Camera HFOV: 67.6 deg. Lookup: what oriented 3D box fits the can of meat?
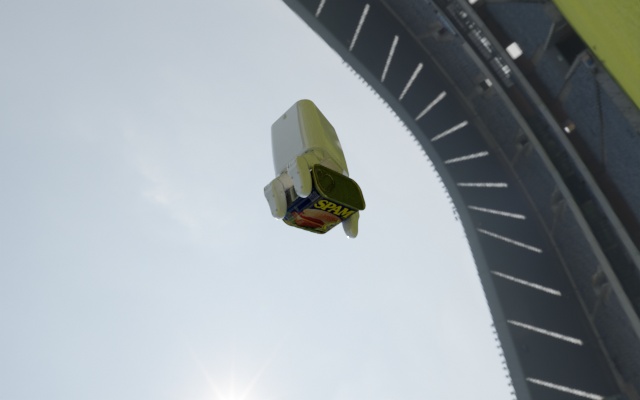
[{"bbox_3d":[0.000,0.003,0.692,0.102,0.057,0.084,21,-46,-42],"label":"can of meat"}]
